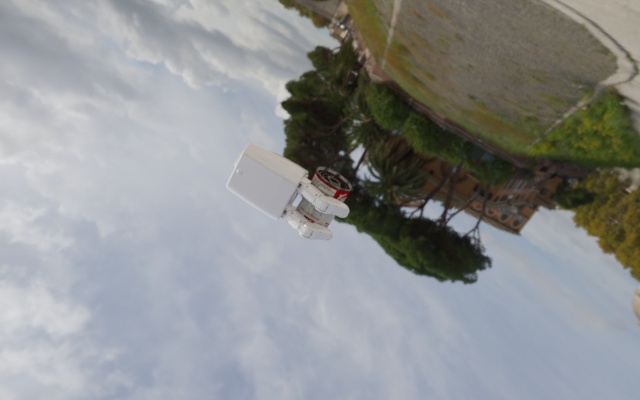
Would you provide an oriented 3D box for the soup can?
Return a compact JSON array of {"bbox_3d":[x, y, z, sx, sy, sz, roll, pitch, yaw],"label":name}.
[{"bbox_3d":[0.000,0.003,0.820,0.068,0.102,0.068,26,22,-11],"label":"soup can"}]
